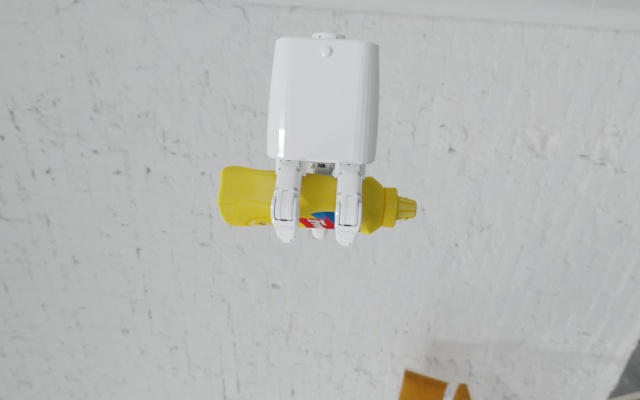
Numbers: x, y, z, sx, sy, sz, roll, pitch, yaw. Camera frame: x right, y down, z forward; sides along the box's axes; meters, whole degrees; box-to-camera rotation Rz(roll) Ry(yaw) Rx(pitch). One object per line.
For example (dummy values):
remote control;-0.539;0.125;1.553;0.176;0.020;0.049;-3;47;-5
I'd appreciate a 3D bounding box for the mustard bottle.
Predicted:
mustard bottle;0.000;0.002;0.483;0.191;0.058;0.096;4;-15;2
